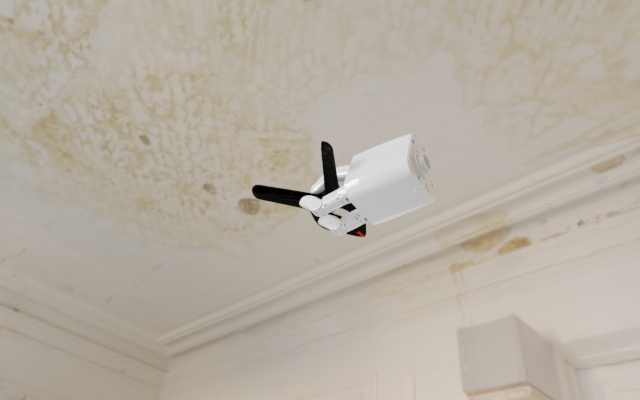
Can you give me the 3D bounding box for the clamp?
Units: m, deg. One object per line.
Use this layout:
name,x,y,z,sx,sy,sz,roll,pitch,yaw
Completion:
clamp,0.001,0.002,0.803,0.164,0.036,0.210,-23,-49,27
